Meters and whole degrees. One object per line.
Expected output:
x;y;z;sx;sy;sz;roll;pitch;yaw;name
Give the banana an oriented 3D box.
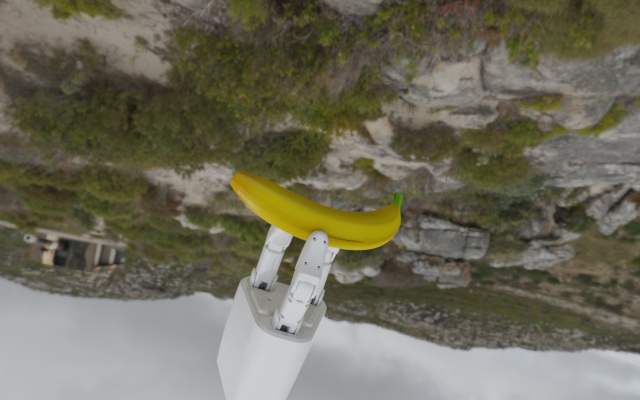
0.008;0.015;0.468;0.198;0.069;0.037;8;-48;-31;banana
